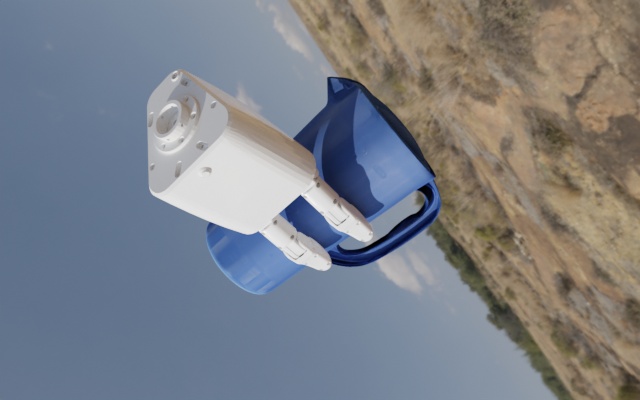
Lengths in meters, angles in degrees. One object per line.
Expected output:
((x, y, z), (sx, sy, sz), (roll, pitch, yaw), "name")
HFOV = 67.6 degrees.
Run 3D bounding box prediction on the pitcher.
((0.000, 0.002, 0.523), (0.243, 0.149, 0.145), (-40, -33, 16), "pitcher")
